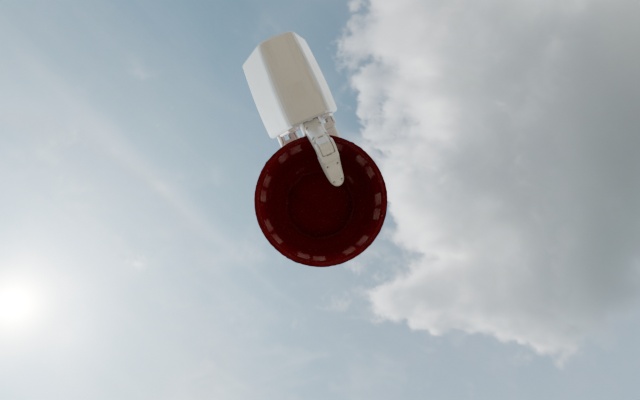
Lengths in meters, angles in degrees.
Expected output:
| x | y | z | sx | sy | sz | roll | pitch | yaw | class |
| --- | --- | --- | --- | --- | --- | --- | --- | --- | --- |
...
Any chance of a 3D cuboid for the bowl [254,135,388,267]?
| x | y | z | sx | sy | sz | roll | pitch | yaw | class |
| --- | --- | --- | --- | --- | --- | --- | --- | --- | --- |
| 0.000 | 0.003 | 0.601 | 0.162 | 0.162 | 0.055 | 0 | -7 | -2 | bowl |
